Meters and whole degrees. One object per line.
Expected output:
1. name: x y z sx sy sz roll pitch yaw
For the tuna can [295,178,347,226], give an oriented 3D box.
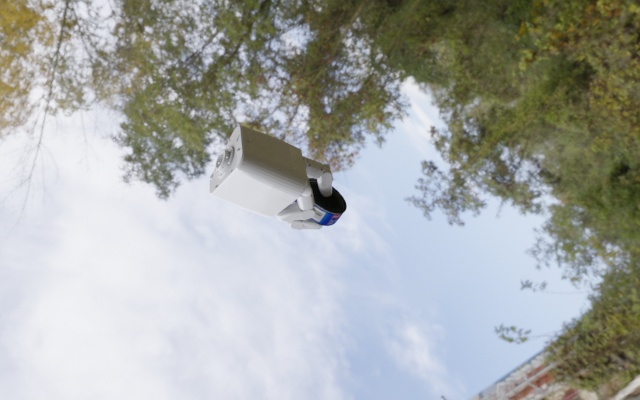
1. tuna can: 0.000 0.003 0.809 0.086 0.034 0.086 26 30 -17
